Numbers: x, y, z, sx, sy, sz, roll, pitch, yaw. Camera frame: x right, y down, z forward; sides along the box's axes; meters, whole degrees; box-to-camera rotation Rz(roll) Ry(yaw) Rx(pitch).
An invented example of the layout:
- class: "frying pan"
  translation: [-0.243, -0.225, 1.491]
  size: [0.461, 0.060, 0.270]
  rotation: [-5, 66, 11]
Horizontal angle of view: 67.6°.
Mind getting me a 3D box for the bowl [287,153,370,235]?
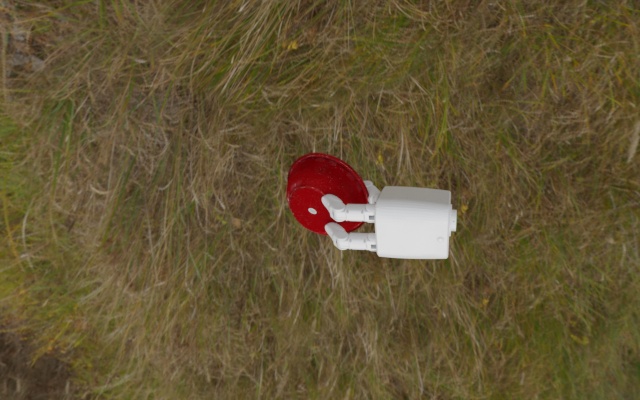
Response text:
- class: "bowl"
  translation: [-0.001, 0.003, 0.809]
  size: [0.162, 0.162, 0.055]
  rotation: [0, 31, 33]
